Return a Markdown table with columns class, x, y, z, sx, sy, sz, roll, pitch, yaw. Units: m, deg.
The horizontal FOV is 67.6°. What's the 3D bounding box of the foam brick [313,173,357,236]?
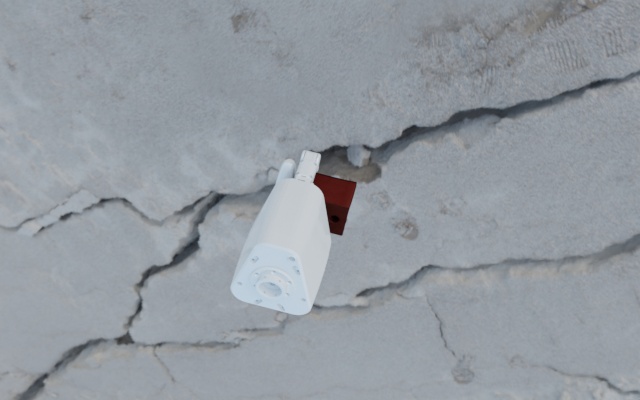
| class | x | y | z | sx | sy | sz | roll | pitch | yaw |
| --- | --- | --- | --- | --- | --- | --- | --- | --- | --- |
| foam brick | 0.000 | 0.002 | 0.602 | 0.078 | 0.053 | 0.051 | 14 | 43 | 2 |
